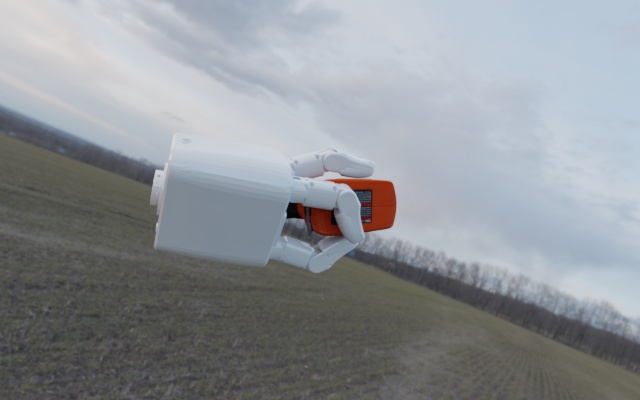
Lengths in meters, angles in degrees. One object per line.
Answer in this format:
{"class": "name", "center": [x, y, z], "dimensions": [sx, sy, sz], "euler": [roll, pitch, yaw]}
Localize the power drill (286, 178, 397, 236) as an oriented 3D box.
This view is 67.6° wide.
{"class": "power drill", "center": [0.000, 0.002, 0.564], "dimensions": [0.184, 0.057, 0.187], "euler": [-5, 4, -34]}
